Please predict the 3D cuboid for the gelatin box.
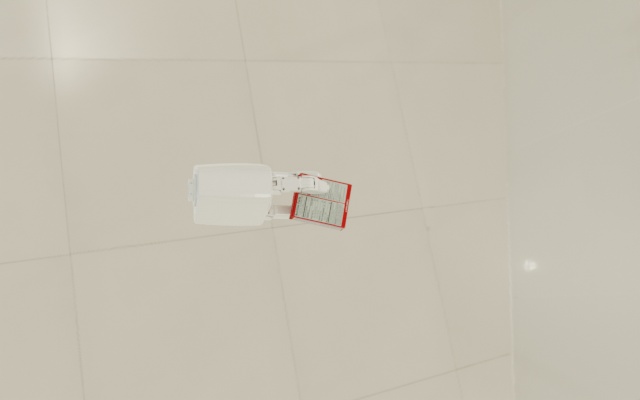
[{"bbox_3d":[0.001,0.002,0.756,0.089,0.073,0.030,12,-15,-11],"label":"gelatin box"}]
